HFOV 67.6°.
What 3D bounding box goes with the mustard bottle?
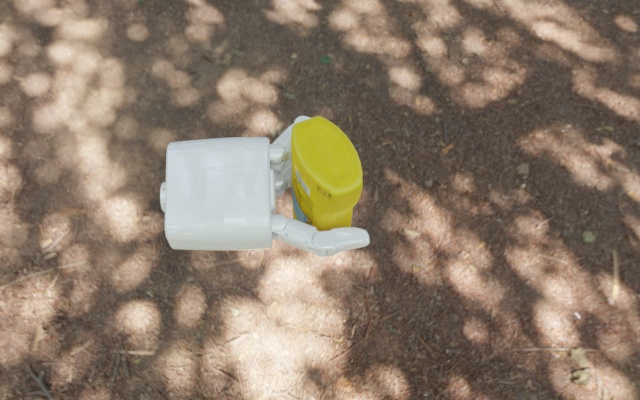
[{"bbox_3d":[0.000,0.002,0.536,0.058,0.096,0.192,-23,-26,-17],"label":"mustard bottle"}]
